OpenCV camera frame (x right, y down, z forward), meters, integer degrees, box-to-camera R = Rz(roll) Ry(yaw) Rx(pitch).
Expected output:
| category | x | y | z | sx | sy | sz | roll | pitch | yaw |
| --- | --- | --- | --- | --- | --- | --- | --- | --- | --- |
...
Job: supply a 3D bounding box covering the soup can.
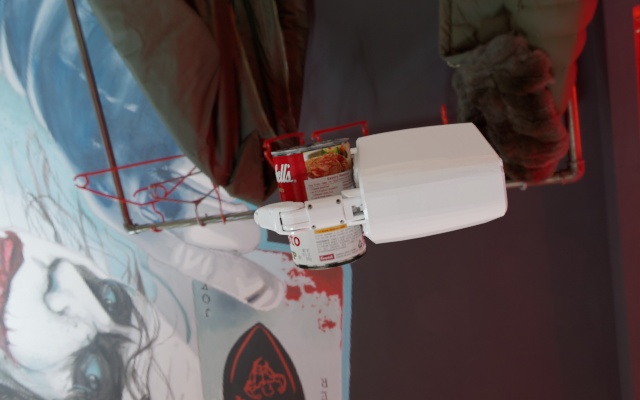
| category | x | y | z | sx | sy | sz | roll | pitch | yaw |
| --- | --- | --- | --- | --- | --- | --- | --- | --- | --- |
| soup can | 0.000 | 0.002 | 0.418 | 0.068 | 0.102 | 0.068 | -10 | 9 | 2 |
